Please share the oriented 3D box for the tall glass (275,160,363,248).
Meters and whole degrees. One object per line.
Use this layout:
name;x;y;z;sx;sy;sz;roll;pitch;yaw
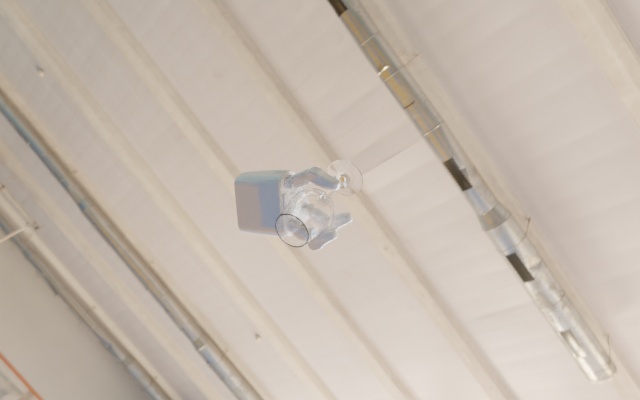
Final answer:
tall glass;0.001;0.002;0.825;0.079;0.079;0.201;0;27;31
